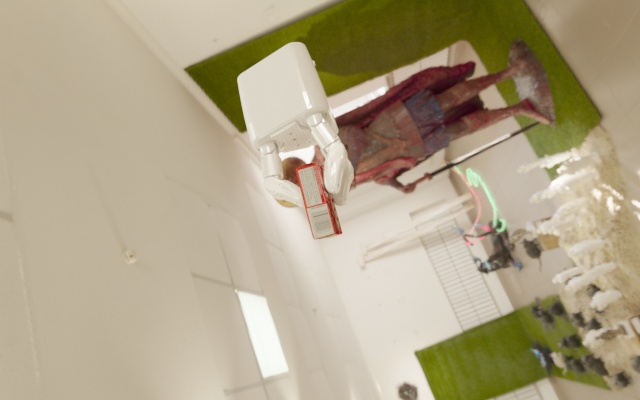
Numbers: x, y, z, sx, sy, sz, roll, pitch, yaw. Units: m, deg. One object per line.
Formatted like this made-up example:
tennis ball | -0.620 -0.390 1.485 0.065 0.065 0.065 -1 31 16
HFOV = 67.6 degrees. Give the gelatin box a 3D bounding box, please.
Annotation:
gelatin box | 0.000 0.002 0.585 0.030 0.089 0.073 -15 -6 8
